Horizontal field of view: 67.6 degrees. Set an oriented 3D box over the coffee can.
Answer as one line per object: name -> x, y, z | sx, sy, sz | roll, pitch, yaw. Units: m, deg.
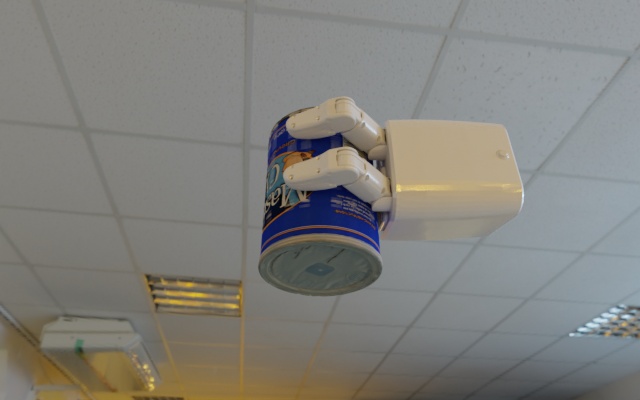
coffee can -> 0.000, 0.002, 0.432 | 0.103, 0.140, 0.103 | 0, -34, 0
